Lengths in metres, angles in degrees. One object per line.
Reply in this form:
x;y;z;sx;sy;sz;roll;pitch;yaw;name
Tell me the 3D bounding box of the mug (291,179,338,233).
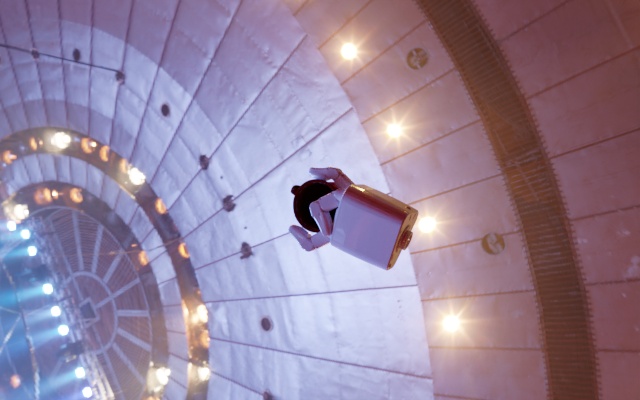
-0.001;0.002;0.857;0.117;0.093;0.081;26;13;22;mug
